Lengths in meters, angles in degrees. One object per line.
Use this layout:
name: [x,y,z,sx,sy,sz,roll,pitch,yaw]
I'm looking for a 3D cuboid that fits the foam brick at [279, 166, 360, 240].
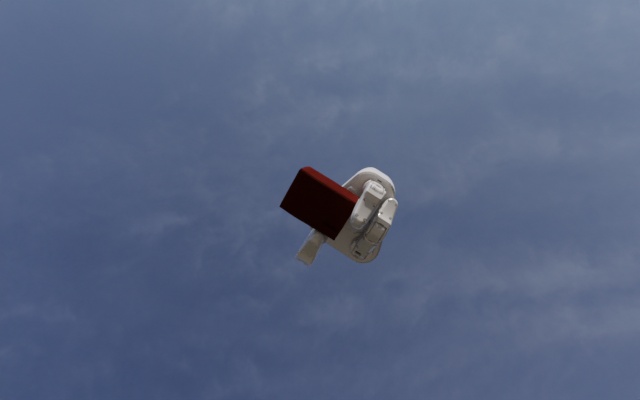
foam brick: [0.000,0.002,0.566,0.078,0.053,0.051,32,12,2]
